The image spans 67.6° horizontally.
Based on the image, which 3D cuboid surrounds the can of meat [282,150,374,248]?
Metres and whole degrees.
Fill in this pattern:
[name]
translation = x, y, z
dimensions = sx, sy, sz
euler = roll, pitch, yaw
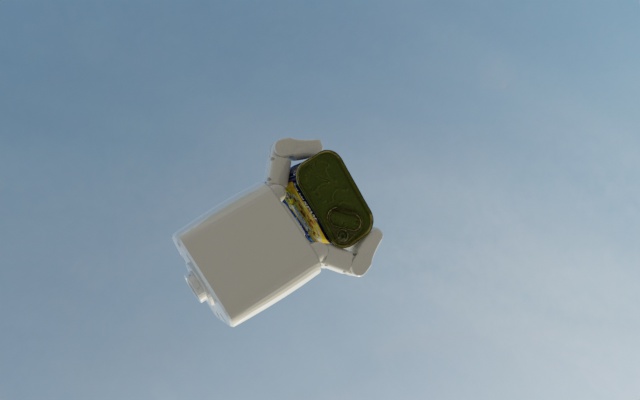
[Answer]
[can of meat]
translation = 0.000, 0.002, 0.532
dimensions = 0.057, 0.102, 0.084
euler = -34, 9, -23
